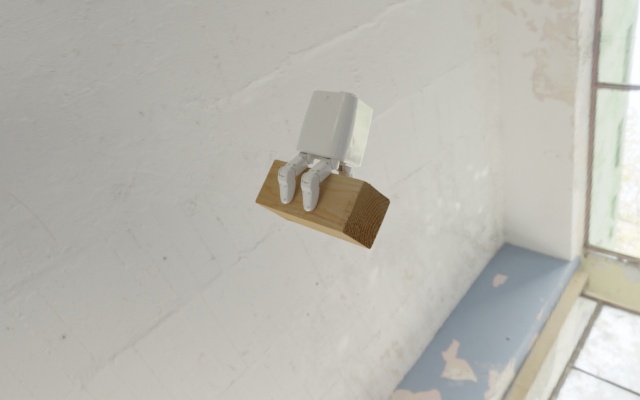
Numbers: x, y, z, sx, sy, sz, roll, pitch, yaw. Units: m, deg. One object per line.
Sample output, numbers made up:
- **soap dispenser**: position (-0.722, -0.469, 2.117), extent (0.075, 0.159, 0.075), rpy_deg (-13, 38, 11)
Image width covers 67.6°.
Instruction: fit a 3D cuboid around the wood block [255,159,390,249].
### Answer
- **wood block**: position (0.000, 0.002, 0.813), extent (0.206, 0.090, 0.091), rpy_deg (17, -10, 41)
